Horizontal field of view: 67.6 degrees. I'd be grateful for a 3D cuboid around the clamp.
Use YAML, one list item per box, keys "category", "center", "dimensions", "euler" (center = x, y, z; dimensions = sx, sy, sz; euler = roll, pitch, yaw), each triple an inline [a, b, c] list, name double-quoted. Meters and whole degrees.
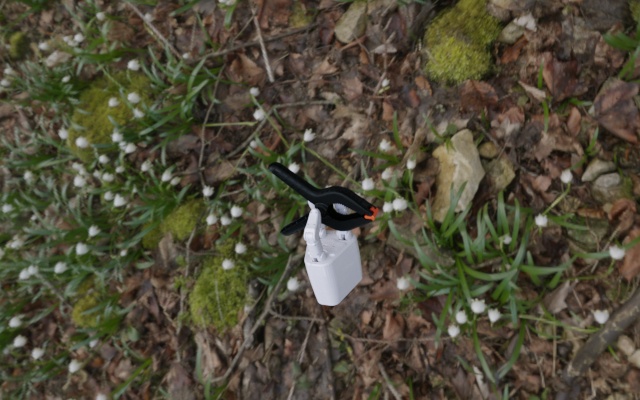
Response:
- category: "clamp"
  center: [0.000, 0.004, 0.879]
  dimensions: [0.210, 0.165, 0.036]
  euler: [2, 36, 25]
